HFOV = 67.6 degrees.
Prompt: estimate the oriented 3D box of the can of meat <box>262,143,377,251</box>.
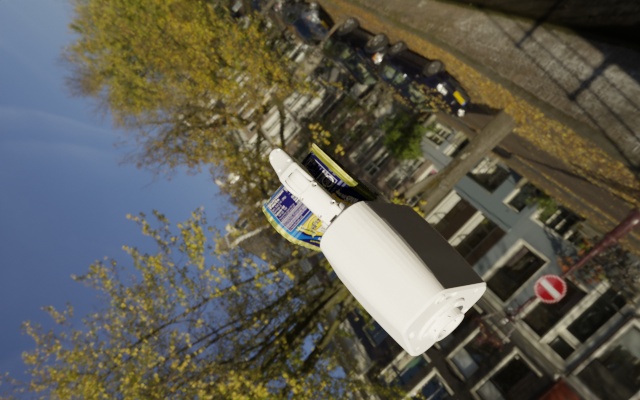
[{"bbox_3d":[0.000,0.002,0.486,0.057,0.084,0.102,46,8,29],"label":"can of meat"}]
